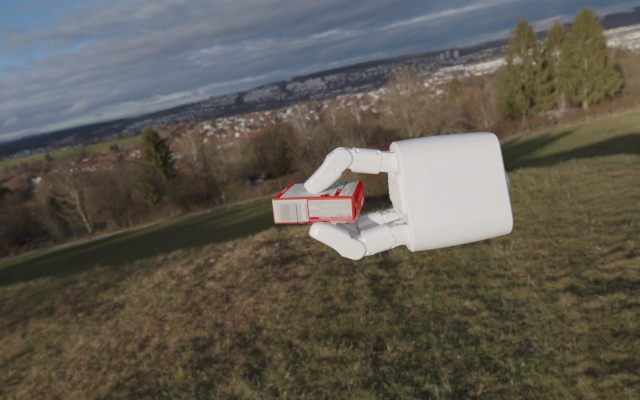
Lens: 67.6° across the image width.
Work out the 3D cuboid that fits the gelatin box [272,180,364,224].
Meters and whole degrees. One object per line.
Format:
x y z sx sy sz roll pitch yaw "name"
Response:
0.000 0.001 0.521 0.089 0.030 0.073 -2 15 12 "gelatin box"
